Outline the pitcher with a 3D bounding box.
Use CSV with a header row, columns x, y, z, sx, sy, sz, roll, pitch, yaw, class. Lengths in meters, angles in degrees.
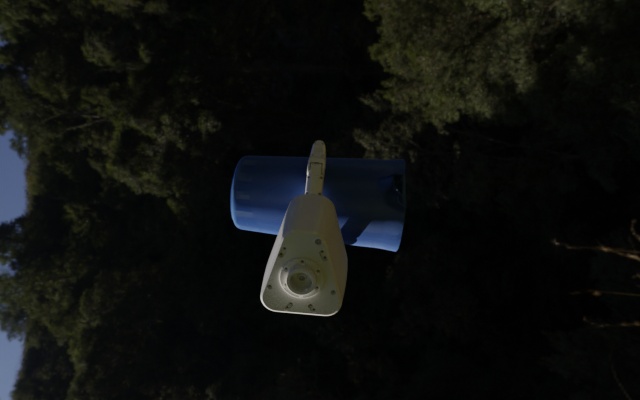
x,y,z,sx,sy,sz,roll,pitch,yaw,class
0.000,0.002,0.701,0.243,0.149,0.145,5,24,2,pitcher
